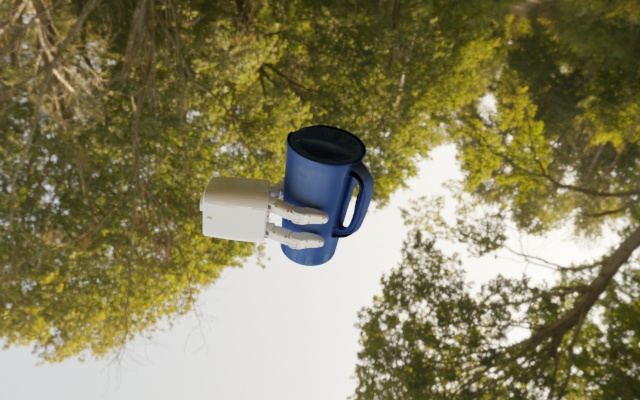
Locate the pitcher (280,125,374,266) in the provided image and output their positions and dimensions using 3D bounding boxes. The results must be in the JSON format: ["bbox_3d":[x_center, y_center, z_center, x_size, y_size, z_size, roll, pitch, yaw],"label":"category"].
[{"bbox_3d":[0.000,0.003,0.847,0.145,0.243,0.149,6,35,-6],"label":"pitcher"}]
